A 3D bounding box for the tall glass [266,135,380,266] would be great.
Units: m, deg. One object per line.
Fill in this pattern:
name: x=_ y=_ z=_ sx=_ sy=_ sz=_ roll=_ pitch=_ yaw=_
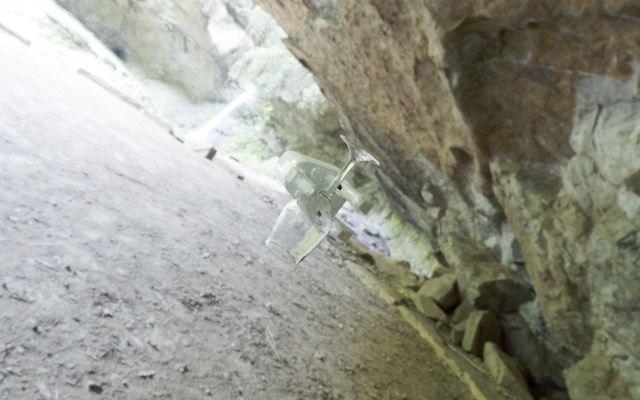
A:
tall glass: x=0.001 y=0.002 z=0.726 sx=0.079 sy=0.201 sz=0.079 roll=37 pitch=4 yaw=-3
